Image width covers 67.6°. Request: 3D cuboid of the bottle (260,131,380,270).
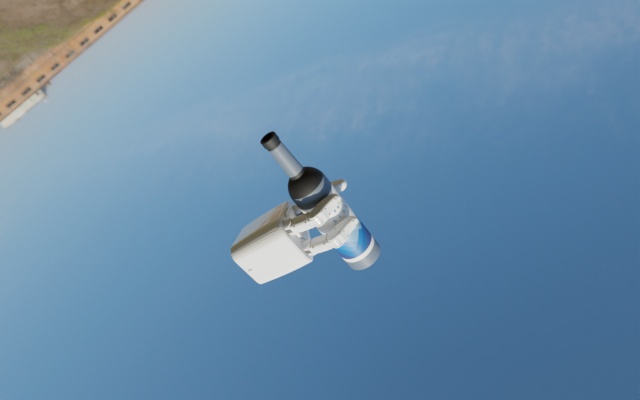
[{"bbox_3d":[0.000,0.003,0.790,0.069,0.069,0.296,0,-41,46],"label":"bottle"}]
